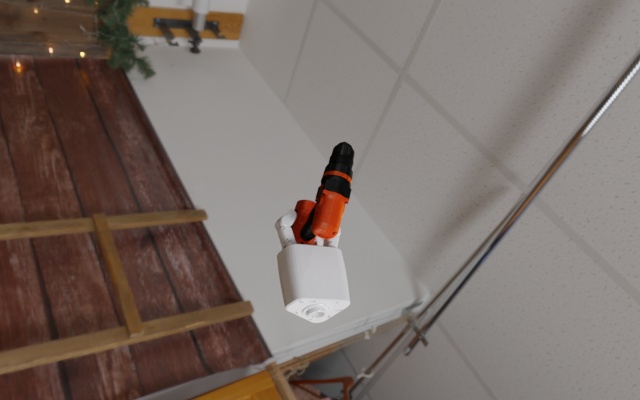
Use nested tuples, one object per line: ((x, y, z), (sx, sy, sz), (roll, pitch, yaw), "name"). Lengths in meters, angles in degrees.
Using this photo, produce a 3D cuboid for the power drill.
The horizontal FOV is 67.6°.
((0.000, 0.003, 0.873), (0.057, 0.184, 0.188), (22, -28, -11), "power drill")
